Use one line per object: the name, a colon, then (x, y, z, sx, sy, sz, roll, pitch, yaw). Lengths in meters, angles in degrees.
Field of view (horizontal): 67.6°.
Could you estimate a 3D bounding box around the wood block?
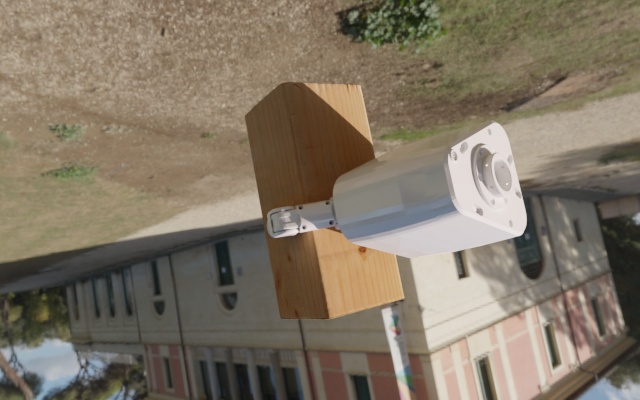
wood block: (0.000, 0.002, 0.460, 0.091, 0.206, 0.090, -6, -8, -33)
